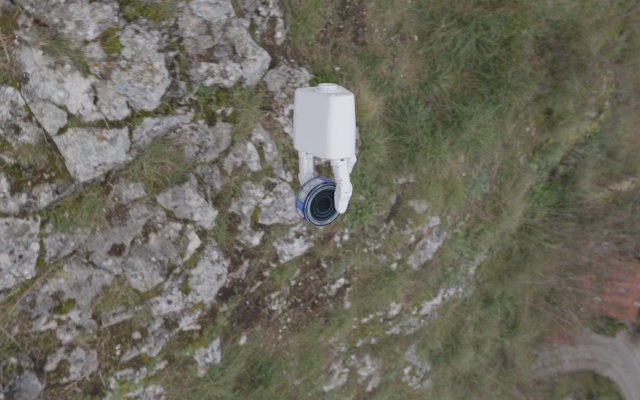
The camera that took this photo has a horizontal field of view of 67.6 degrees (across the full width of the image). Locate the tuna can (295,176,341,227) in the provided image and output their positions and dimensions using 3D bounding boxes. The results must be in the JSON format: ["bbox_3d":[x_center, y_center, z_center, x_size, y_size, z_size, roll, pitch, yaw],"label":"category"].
[{"bbox_3d":[0.000,0.003,0.845,0.086,0.086,0.033,0,22,-34],"label":"tuna can"}]
